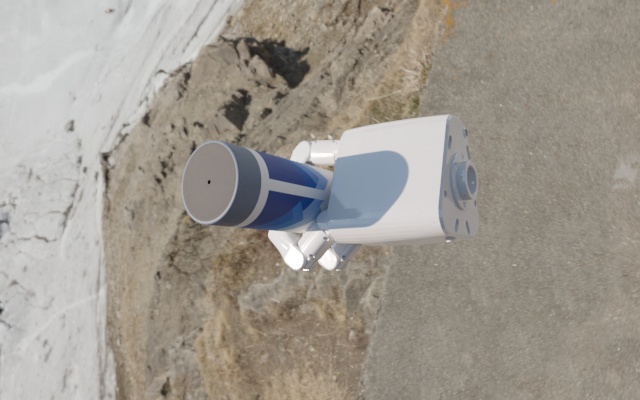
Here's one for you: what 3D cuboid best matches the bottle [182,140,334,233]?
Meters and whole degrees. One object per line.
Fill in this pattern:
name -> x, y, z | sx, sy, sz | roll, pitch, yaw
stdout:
bottle -> 0.000, 0.002, 0.486 | 0.069, 0.069, 0.296 | 0, -6, 36
